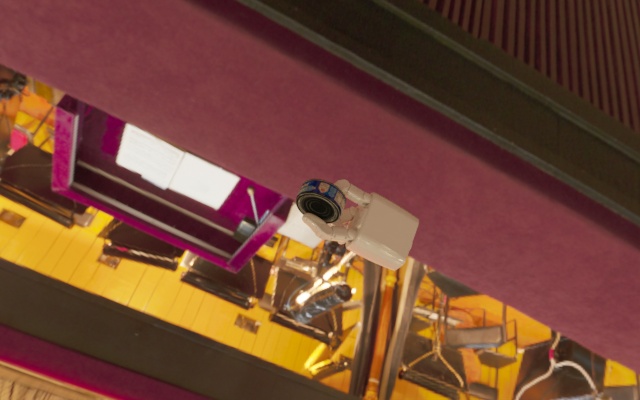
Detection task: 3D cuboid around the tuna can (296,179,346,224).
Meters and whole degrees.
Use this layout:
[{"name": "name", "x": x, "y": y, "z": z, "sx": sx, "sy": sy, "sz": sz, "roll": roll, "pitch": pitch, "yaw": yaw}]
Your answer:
[{"name": "tuna can", "x": 0.000, "y": 0.003, "z": 0.845, "sx": 0.086, "sy": 0.033, "sz": 0.086, "roll": 15, "pitch": -36, "yaw": 12}]
